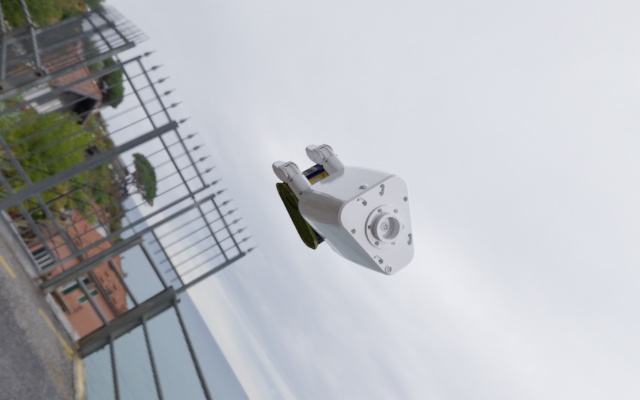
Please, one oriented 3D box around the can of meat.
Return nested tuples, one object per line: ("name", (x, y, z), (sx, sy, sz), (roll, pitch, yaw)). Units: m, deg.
("can of meat", (0.000, 0.002, 0.656), (0.084, 0.102, 0.057), (-30, 15, -18))
